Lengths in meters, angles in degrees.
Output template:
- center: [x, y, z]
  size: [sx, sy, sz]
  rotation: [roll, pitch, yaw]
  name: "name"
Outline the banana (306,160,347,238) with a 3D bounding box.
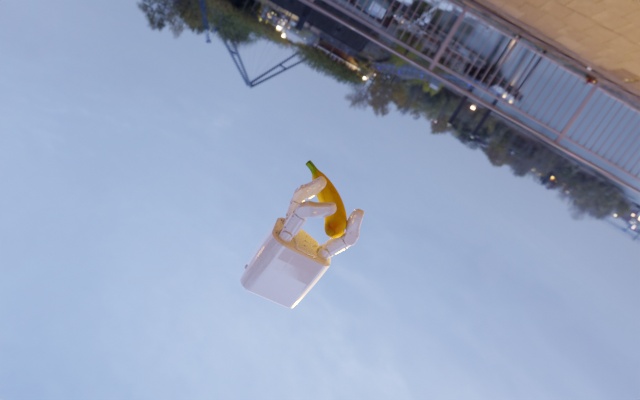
- center: [0.013, 0.009, 0.797]
  size: [0.070, 0.037, 0.197]
  rotation: [33, 22, -32]
  name: "banana"
